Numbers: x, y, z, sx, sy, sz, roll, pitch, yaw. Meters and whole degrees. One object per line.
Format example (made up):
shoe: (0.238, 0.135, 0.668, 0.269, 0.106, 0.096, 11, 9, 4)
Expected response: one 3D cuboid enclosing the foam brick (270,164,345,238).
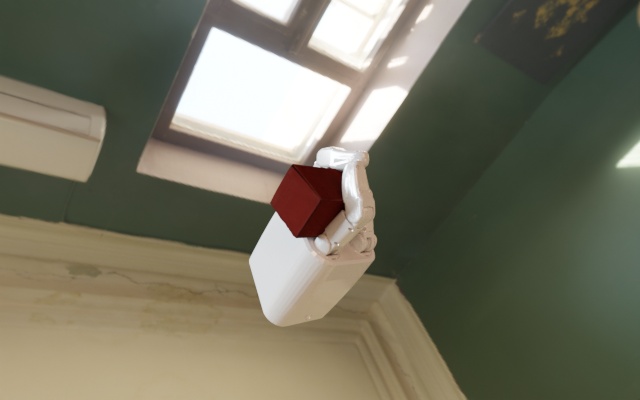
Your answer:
foam brick: (0.000, 0.001, 0.476, 0.078, 0.051, 0.053, 2, 41, -47)
